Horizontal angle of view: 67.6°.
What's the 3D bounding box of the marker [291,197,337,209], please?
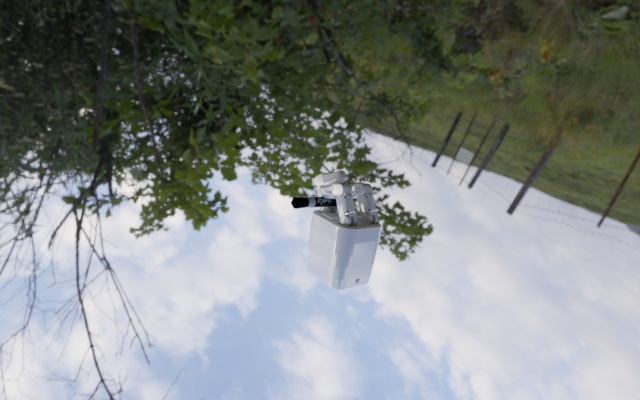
[{"bbox_3d":[0.000,0.002,0.780,0.121,0.020,0.020,-2,1,-45],"label":"marker"}]
